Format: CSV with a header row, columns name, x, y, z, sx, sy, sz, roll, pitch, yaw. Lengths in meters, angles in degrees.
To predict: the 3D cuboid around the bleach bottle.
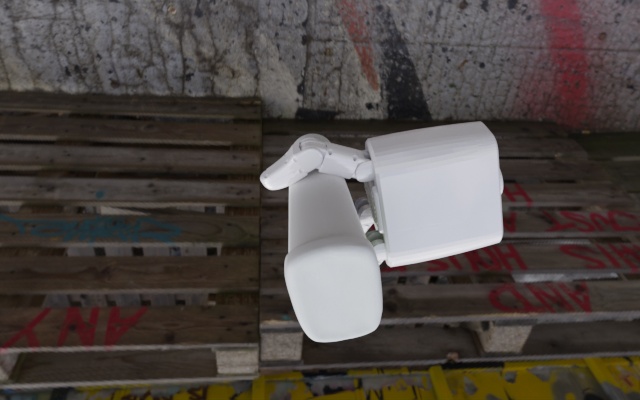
name,x,y,z,sx,sy,sz,roll,pitch,yaw
bleach bottle,0.000,0.002,0.447,0.068,0.103,0.250,-11,36,1
